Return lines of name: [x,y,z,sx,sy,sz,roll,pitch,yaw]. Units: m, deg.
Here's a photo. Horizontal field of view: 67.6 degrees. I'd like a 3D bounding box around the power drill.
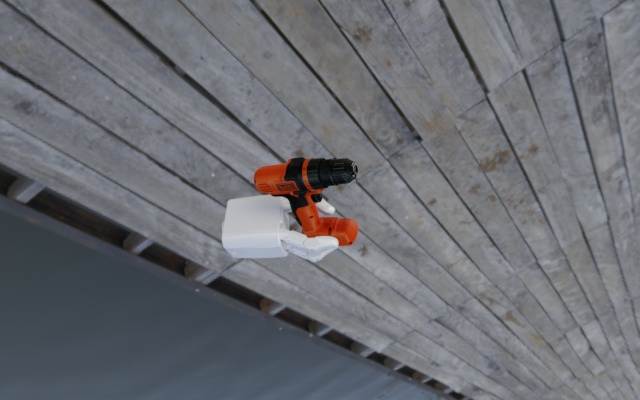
power drill: [0.000,0.003,0.821,0.184,0.057,0.188,-3,-44,28]
